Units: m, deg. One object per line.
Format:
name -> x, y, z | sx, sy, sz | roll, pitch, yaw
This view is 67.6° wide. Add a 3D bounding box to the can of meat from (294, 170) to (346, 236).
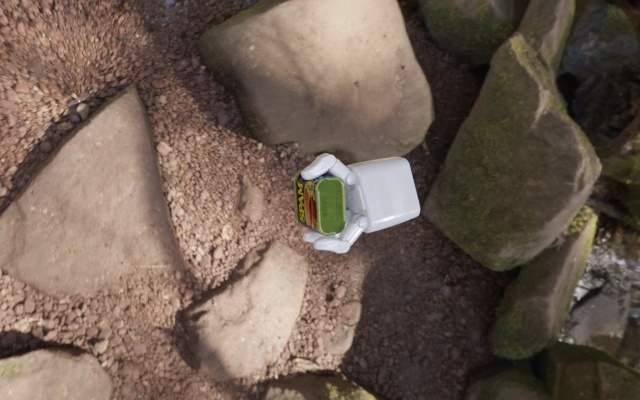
can of meat -> 0.000, 0.003, 0.797 | 0.057, 0.102, 0.084 | -9, 15, -25
